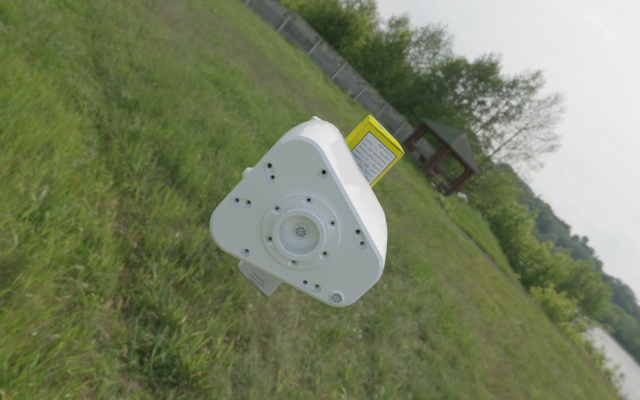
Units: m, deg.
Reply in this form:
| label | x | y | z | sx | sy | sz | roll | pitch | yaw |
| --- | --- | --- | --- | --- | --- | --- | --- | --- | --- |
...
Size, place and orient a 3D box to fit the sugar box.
| label | x | y | z | sx | sy | sz | roll | pitch | yaw |
| --- | --- | --- | --- | --- | --- | --- | --- | --- | --- |
| sugar box | 0.000 | 0.001 | 0.444 | 0.176 | 0.048 | 0.093 | -45 | 5 | 13 |
